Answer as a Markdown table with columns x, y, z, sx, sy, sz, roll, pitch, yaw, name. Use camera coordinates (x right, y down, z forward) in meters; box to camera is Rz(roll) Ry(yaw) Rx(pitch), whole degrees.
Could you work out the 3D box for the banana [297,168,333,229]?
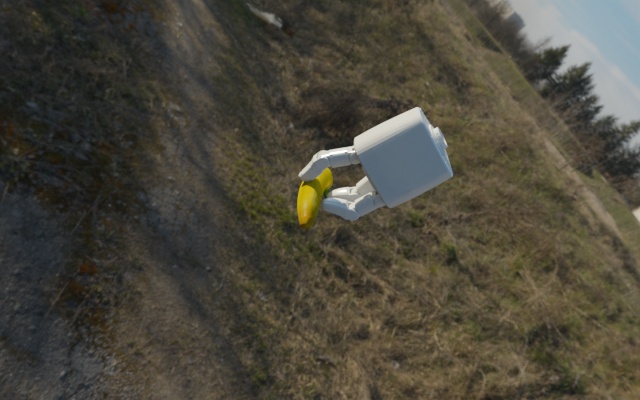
| x | y | z | sx | sy | sz | roll | pitch | yaw | name |
| --- | --- | --- | --- | --- | --- | --- | --- | --- | --- |
| -0.005 | -0.016 | 0.773 | 0.037 | 0.069 | 0.197 | -14 | 11 | 16 | banana |
